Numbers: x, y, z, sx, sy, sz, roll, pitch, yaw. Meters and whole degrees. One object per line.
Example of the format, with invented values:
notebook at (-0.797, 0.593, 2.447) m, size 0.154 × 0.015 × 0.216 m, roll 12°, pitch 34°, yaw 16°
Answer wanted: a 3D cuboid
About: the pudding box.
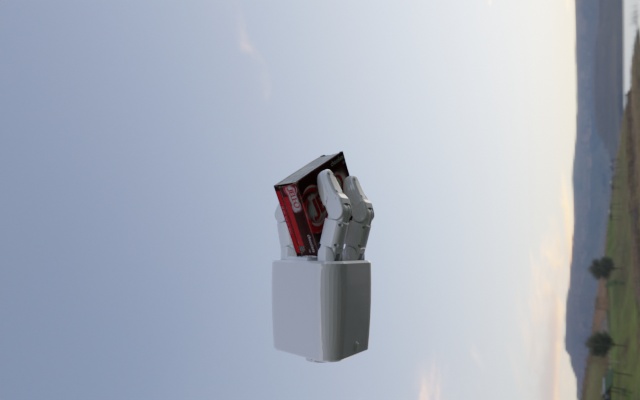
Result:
pudding box at (0.000, 0.002, 0.565) m, size 0.039 × 0.090 × 0.113 m, roll -6°, pitch 20°, yaw 31°
